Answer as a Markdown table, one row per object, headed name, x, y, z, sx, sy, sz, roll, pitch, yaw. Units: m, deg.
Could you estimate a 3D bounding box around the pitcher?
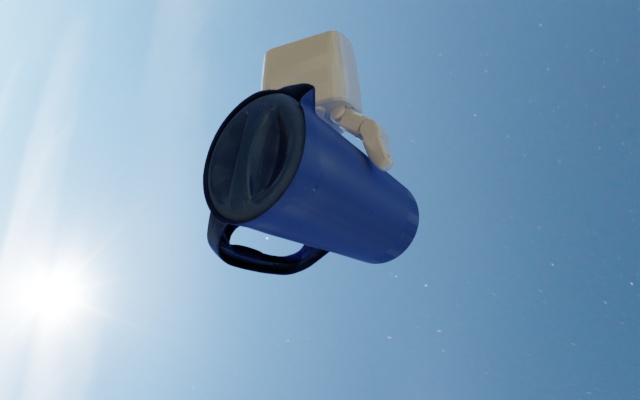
| name | x | y | z | sx | sy | sz | roll | pitch | yaw |
| --- | --- | --- | --- | --- | --- | --- | --- | --- | --- |
| pitcher | 0.000 | 0.002 | 0.518 | 0.149 | 0.145 | 0.243 | -23 | -32 | 32 |
